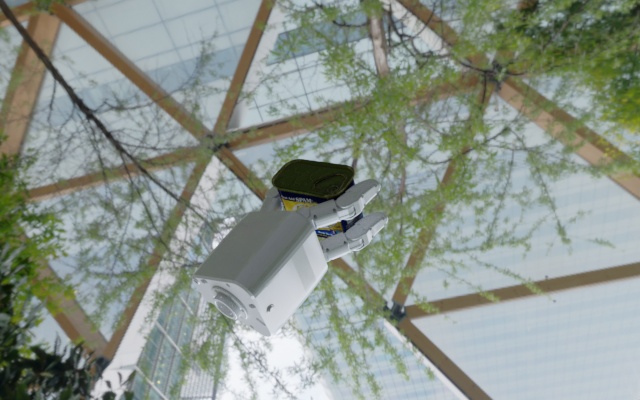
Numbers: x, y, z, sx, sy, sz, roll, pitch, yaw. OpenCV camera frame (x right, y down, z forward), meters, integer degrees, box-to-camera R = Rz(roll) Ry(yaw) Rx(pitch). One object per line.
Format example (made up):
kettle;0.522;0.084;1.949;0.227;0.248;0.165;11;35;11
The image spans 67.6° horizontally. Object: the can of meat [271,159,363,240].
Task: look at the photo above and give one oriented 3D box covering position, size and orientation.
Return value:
can of meat;0.000;0.002;0.592;0.102;0.084;0.057;10;46;32
